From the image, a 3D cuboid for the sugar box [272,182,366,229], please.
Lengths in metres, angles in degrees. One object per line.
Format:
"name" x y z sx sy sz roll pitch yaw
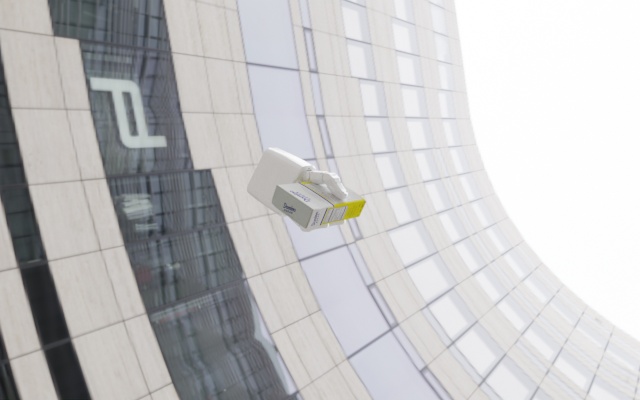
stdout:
"sugar box" 0.000 0.003 0.897 0.093 0.048 0.176 34 26 30
